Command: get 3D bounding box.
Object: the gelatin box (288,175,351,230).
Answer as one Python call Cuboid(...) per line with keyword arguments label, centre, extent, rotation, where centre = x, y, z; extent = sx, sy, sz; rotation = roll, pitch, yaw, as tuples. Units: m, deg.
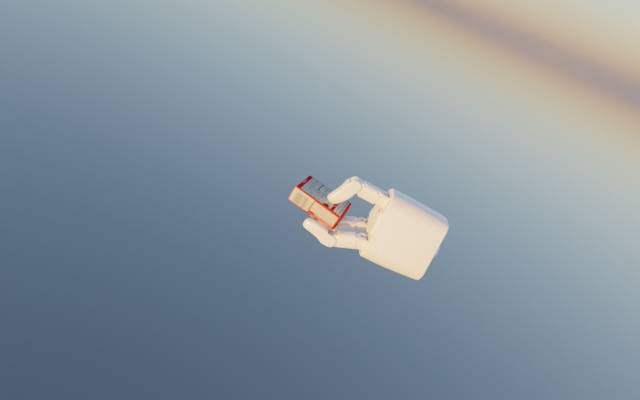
Cuboid(label="gelatin box", centre=(0.000, 0.002, 0.775), extent=(0.089, 0.030, 0.073), rotation=(35, 24, 3))
